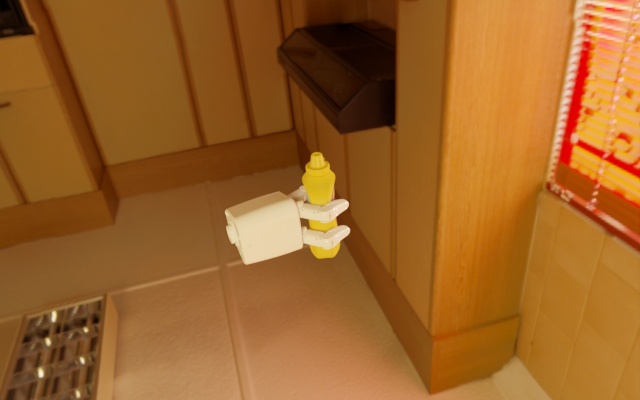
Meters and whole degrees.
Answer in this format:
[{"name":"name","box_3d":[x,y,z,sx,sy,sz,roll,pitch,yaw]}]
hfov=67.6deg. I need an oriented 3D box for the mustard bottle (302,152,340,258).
[{"name":"mustard bottle","box_3d":[0.000,0.003,0.859,0.058,0.192,0.096,-4,31,2]}]
